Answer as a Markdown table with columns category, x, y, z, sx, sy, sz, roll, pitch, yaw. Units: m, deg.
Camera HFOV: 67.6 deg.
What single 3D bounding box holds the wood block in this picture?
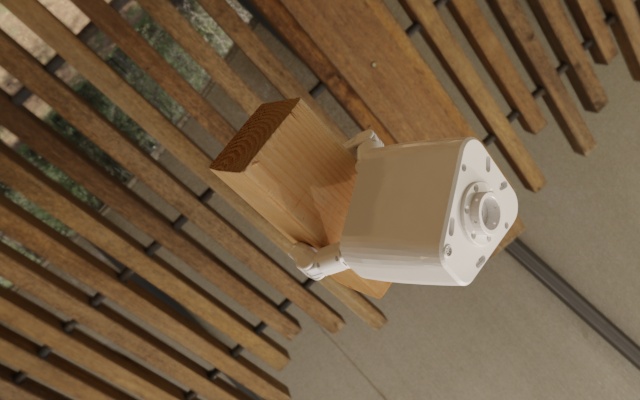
| category | x | y | z | sx | sy | sz | roll | pitch | yaw |
| --- | --- | --- | --- | --- | --- | --- | --- | --- | --- |
| wood block | 0.000 | 0.002 | 0.495 | 0.206 | 0.091 | 0.090 | 45 | -17 | -28 |
